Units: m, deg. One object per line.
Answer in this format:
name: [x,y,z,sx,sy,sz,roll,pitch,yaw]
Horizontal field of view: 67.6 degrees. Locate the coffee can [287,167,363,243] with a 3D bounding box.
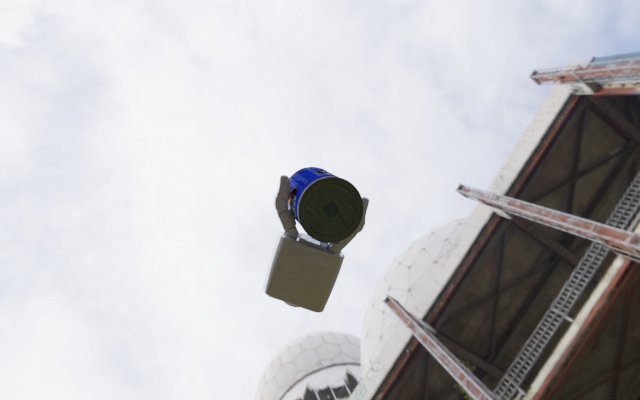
coffee can: [0.000,0.002,0.787,0.103,0.103,0.140,0,10,-14]
